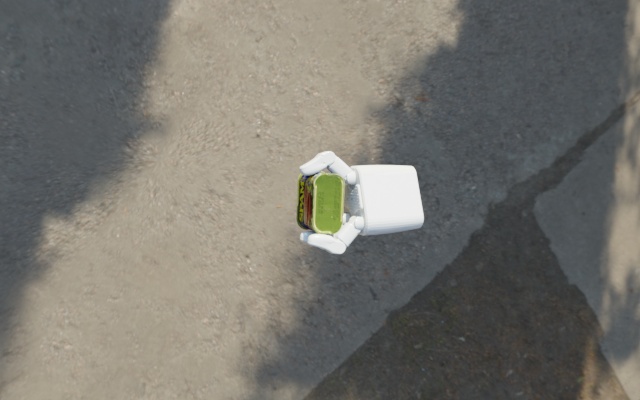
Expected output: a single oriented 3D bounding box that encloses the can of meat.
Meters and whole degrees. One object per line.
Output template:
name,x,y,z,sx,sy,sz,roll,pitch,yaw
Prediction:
can of meat,0.000,0.002,0.780,0.057,0.102,0.084,1,4,-19
